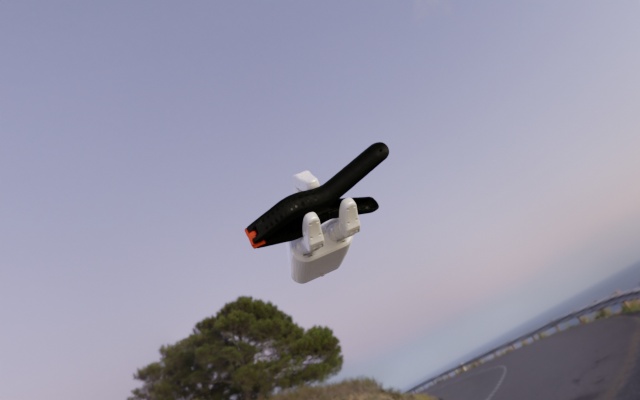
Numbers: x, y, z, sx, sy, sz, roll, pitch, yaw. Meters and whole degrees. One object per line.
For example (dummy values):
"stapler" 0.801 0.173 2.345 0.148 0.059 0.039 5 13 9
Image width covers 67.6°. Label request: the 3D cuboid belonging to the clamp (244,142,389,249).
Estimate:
"clamp" -0.001 0.002 0.638 0.210 0.036 0.165 -22 -28 -17
